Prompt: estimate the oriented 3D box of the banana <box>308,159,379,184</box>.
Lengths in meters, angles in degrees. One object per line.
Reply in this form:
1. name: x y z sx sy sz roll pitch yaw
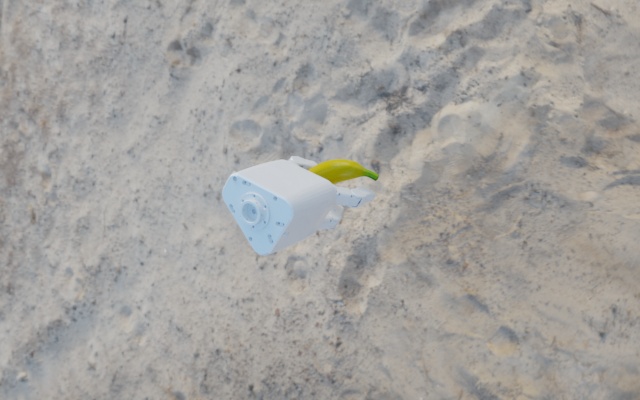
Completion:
1. banana: -0.008 -0.014 0.747 0.198 0.069 0.037 -30 9 31
